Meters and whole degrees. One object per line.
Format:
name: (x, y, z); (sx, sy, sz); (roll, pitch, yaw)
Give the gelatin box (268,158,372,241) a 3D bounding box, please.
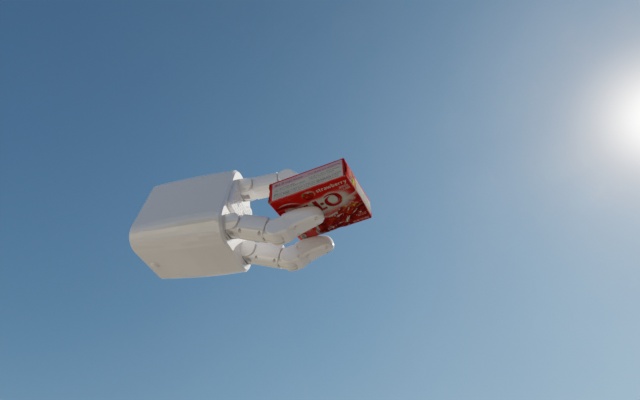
gelatin box: (0.000, 0.001, 0.505); (0.089, 0.030, 0.073); (-19, -44, 17)
